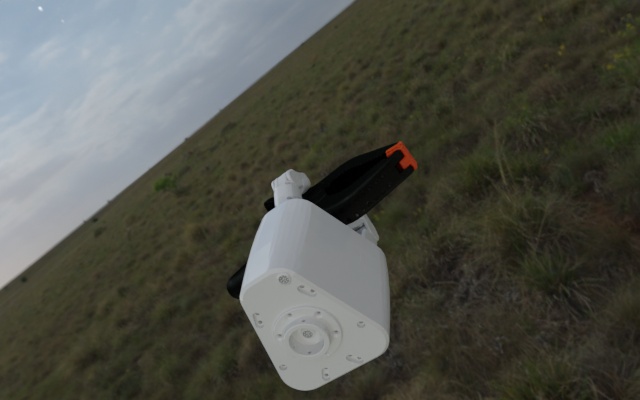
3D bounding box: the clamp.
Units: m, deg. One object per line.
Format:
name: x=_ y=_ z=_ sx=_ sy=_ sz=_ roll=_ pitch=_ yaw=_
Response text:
clamp: x=0.000 y=0.001 z=0.491 sx=0.210 sy=0.036 sz=0.164 roll=-33 pitch=22 yaw=18
